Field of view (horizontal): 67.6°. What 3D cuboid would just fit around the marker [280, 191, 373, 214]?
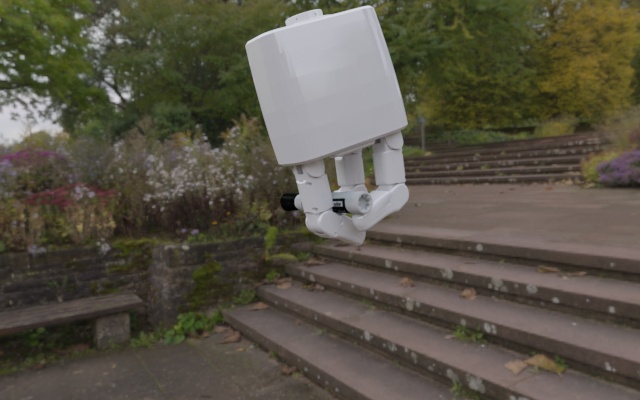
[{"bbox_3d":[0.000,0.001,0.439,0.020,0.020,0.121,0,0,-37],"label":"marker"}]
